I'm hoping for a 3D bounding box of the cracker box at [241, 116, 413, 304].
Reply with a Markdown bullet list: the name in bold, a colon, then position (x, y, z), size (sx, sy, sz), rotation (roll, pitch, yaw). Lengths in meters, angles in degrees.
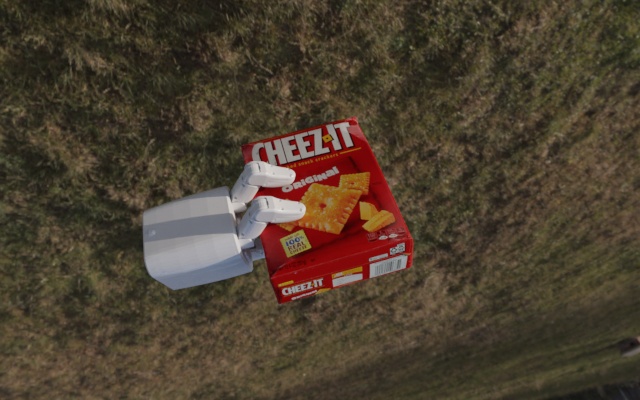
- **cracker box**: position (0.000, 0.002, 0.594), size (0.164, 0.213, 0.072), rotation (-15, -38, -5)
